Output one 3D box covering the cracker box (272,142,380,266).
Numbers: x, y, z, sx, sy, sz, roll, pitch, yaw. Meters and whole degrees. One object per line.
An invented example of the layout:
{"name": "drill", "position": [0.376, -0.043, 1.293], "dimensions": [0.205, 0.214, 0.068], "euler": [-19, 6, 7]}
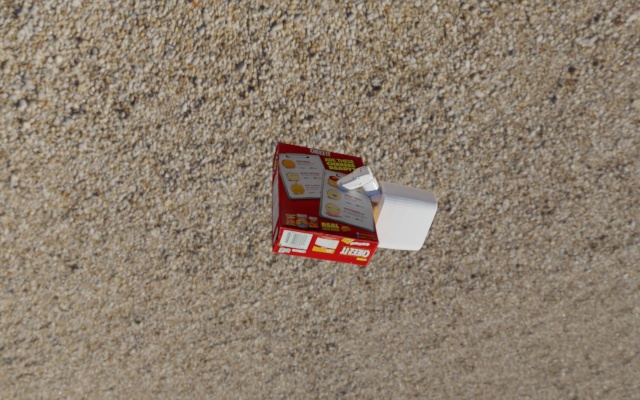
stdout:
{"name": "cracker box", "position": [0.000, 0.003, 0.822], "dimensions": [0.164, 0.072, 0.213], "euler": [9, 42, -15]}
